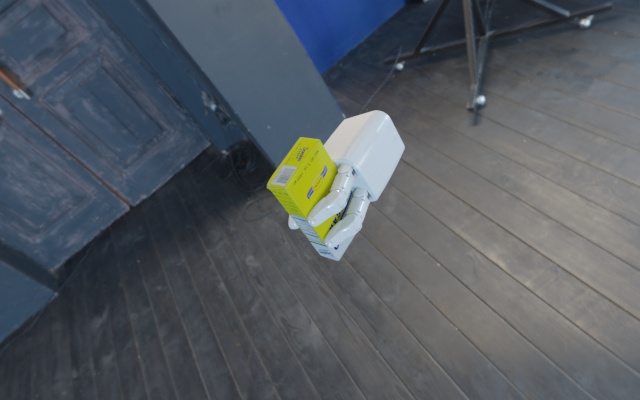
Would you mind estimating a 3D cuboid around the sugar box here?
[{"bbox_3d":[0.001,0.002,0.702,0.048,0.093,0.176,12,-31,42],"label":"sugar box"}]
